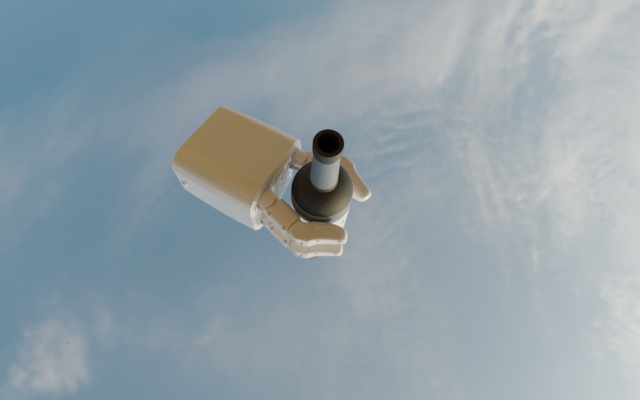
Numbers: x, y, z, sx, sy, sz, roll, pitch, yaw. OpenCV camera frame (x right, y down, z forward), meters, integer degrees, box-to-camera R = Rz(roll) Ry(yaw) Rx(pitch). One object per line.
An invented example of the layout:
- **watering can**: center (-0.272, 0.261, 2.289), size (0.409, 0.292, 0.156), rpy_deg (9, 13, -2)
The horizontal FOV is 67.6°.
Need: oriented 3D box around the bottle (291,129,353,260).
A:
- **bottle**: center (0.000, 0.002, 0.543), size (0.069, 0.069, 0.296), rpy_deg (0, -20, -3)
